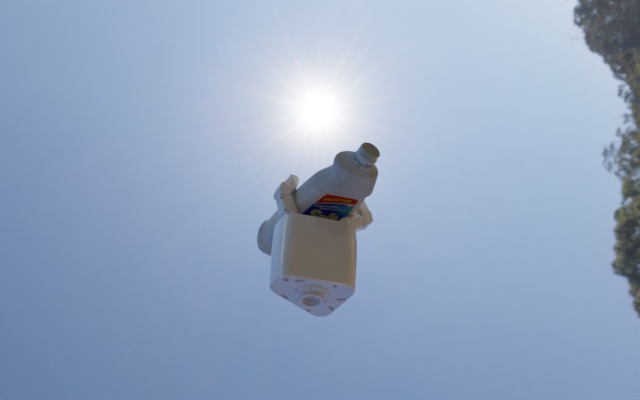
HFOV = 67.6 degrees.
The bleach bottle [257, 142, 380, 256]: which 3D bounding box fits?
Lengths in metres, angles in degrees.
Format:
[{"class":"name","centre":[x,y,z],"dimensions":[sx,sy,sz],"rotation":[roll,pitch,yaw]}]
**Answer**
[{"class":"bleach bottle","centre":[0.000,0.002,0.723],"dimensions":[0.102,0.068,0.251],"rotation":[22,-47,-20]}]
